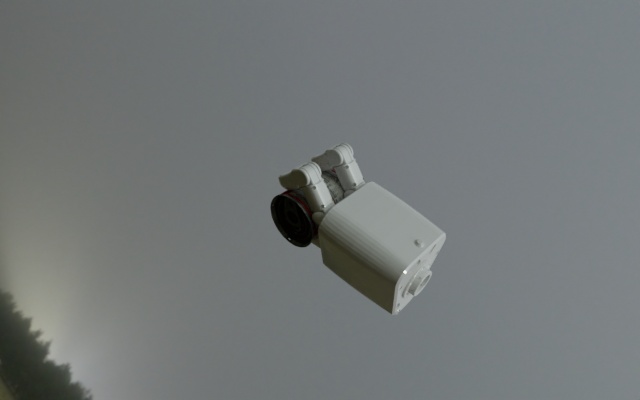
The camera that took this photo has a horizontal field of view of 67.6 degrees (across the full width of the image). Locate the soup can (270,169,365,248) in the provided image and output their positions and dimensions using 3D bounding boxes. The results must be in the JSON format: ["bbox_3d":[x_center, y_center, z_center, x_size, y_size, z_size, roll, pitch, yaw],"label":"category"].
[{"bbox_3d":[0.000,0.002,0.573,0.102,0.068,0.068,-33,21,-36],"label":"soup can"}]
